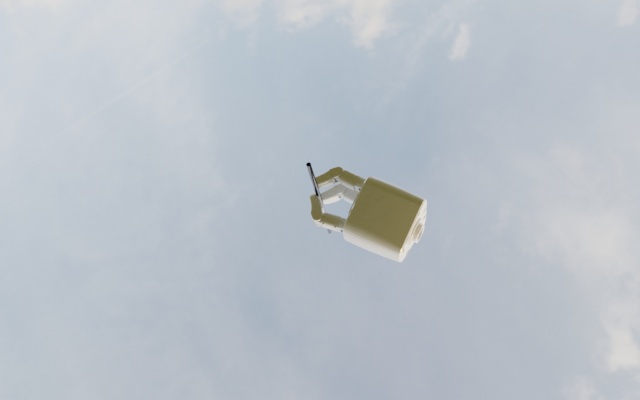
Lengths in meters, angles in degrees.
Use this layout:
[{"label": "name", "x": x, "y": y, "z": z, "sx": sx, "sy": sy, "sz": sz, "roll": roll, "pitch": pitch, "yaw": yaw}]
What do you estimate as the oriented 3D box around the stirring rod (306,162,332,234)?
[{"label": "stirring rod", "x": 0.000, "y": 0.003, "z": 0.869, "sx": 0.011, "sy": 0.011, "sz": 0.240, "roll": 0, "pitch": -30, "yaw": 11}]
